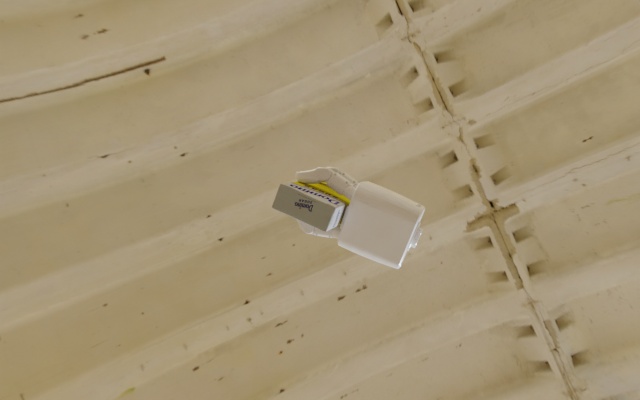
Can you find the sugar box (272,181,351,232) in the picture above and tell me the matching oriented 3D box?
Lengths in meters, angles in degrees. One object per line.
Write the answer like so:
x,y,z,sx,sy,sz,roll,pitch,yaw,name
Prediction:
0.000,0.002,0.768,0.093,0.048,0.176,24,9,13,sugar box
